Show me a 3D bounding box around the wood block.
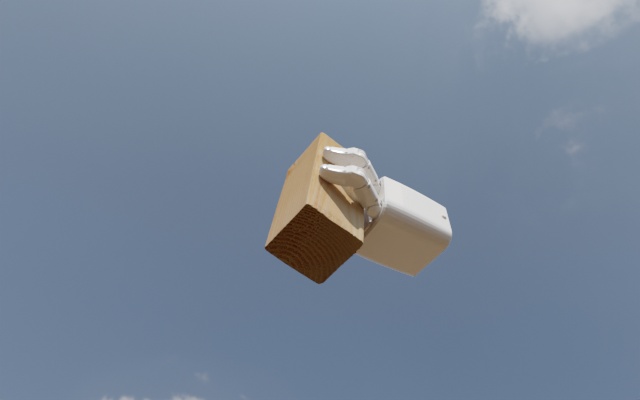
[{"bbox_3d":[0.000,0.003,0.661,0.090,0.091,0.206,35,28,-15],"label":"wood block"}]
